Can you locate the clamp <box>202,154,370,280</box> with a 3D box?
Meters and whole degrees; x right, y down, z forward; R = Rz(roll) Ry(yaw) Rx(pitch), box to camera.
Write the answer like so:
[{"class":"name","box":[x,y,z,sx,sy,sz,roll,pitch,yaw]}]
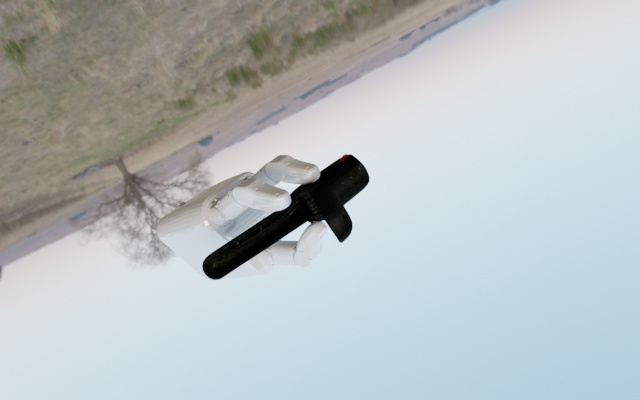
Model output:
[{"class":"clamp","box":[0.001,0.002,0.468,0.164,0.036,0.210,-17,17,41]}]
